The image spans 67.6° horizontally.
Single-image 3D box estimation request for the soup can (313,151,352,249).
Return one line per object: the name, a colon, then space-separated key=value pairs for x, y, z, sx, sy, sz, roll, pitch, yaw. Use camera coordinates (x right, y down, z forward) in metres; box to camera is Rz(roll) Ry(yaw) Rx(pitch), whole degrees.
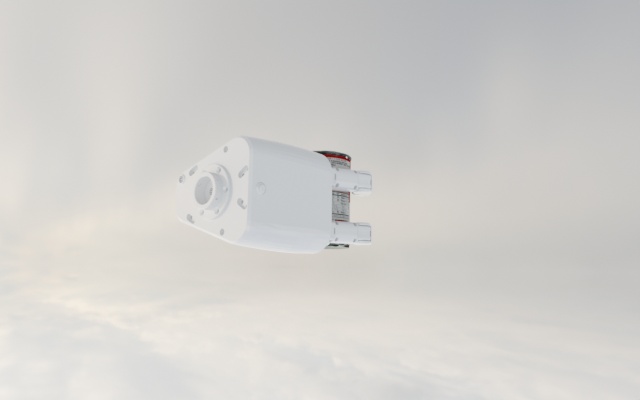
soup can: x=0.000 y=0.002 z=0.530 sx=0.068 sy=0.102 sz=0.068 roll=1 pitch=-8 yaw=0
